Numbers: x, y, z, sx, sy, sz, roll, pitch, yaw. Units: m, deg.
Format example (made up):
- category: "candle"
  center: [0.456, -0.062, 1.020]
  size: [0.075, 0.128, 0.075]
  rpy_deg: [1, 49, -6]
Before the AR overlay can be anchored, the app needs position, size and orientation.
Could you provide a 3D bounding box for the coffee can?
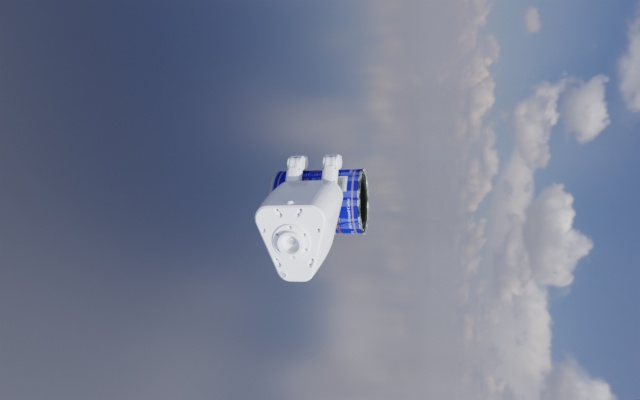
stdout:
- category: "coffee can"
  center: [0.000, 0.002, 0.750]
  size: [0.140, 0.103, 0.103]
  rpy_deg: [-1, 0, 13]
